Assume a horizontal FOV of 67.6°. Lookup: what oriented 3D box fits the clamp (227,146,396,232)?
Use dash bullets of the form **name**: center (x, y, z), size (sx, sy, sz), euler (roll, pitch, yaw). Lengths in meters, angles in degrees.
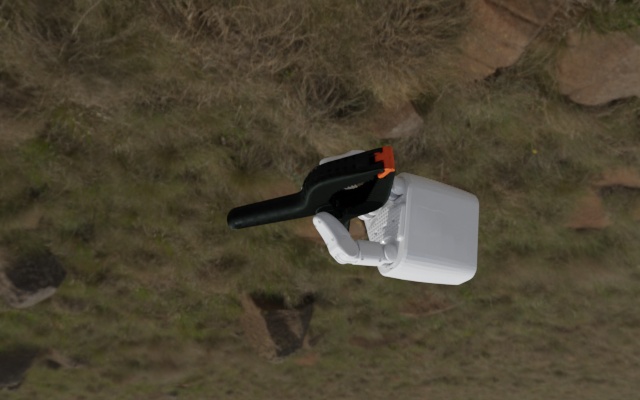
- **clamp**: center (0.001, 0.002, 0.523), size (0.164, 0.036, 0.210), euler (11, -32, -24)
